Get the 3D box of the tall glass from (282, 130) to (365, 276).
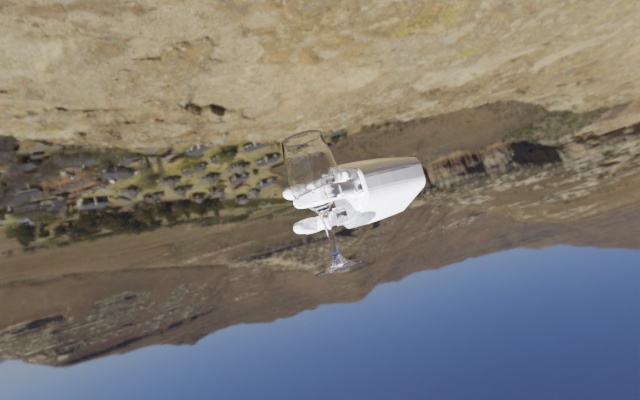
[{"bbox_3d":[0.000,0.003,0.690,0.079,0.201,0.079,-17,-6,-2],"label":"tall glass"}]
